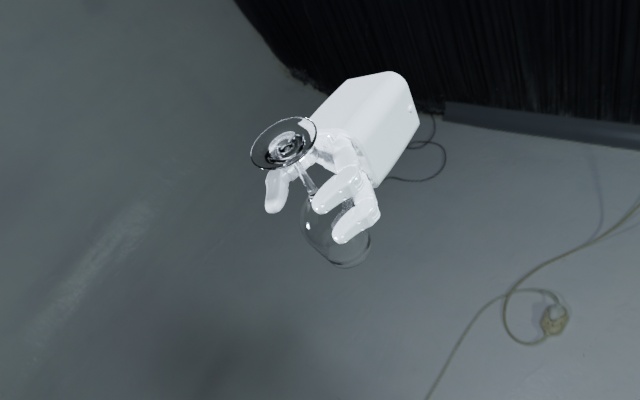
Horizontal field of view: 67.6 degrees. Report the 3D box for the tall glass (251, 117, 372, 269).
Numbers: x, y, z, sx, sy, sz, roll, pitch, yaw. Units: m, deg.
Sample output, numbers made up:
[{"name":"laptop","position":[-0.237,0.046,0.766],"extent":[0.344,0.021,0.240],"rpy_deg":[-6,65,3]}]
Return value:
[{"name":"tall glass","position":[0.000,0.001,0.551],"extent":[0.079,0.079,0.201],"rpy_deg":[0,-38,29]}]
